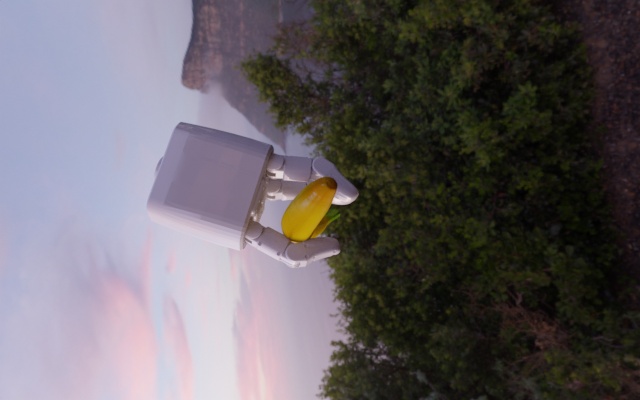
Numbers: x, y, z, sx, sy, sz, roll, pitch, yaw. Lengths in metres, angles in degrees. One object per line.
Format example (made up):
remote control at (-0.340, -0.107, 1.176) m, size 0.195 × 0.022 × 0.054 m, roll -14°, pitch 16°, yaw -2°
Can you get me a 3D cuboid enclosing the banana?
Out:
banana at (-0.013, 0.016, 0.506) m, size 0.037 × 0.069 × 0.198 m, roll 43°, pitch -5°, yaw 7°
